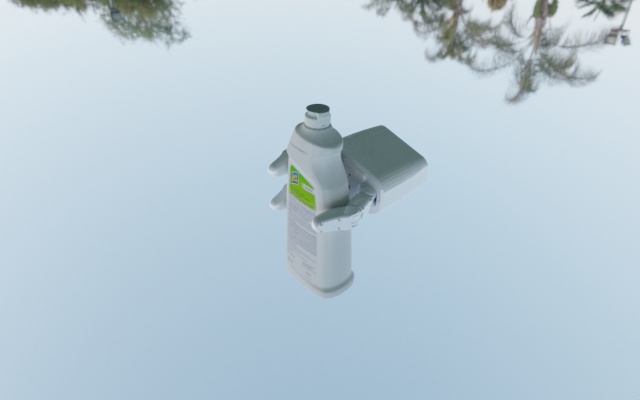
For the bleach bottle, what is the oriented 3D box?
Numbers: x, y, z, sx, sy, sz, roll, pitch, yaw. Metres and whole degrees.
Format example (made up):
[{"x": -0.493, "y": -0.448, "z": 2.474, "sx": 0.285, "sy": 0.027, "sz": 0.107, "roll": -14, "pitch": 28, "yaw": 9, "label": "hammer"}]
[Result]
[{"x": 0.000, "y": 0.002, "z": 0.613, "sx": 0.068, "sy": 0.251, "sz": 0.102, "roll": -26, "pitch": 43, "yaw": -35, "label": "bleach bottle"}]
